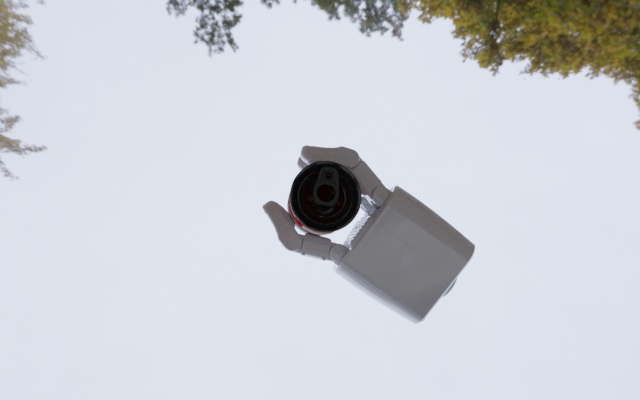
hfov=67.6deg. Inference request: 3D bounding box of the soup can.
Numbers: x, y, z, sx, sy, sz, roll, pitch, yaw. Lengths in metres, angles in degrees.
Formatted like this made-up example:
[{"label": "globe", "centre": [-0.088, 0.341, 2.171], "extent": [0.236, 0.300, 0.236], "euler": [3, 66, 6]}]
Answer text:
[{"label": "soup can", "centre": [0.000, 0.002, 0.496], "extent": [0.068, 0.068, 0.102], "euler": [0, -6, -6]}]
